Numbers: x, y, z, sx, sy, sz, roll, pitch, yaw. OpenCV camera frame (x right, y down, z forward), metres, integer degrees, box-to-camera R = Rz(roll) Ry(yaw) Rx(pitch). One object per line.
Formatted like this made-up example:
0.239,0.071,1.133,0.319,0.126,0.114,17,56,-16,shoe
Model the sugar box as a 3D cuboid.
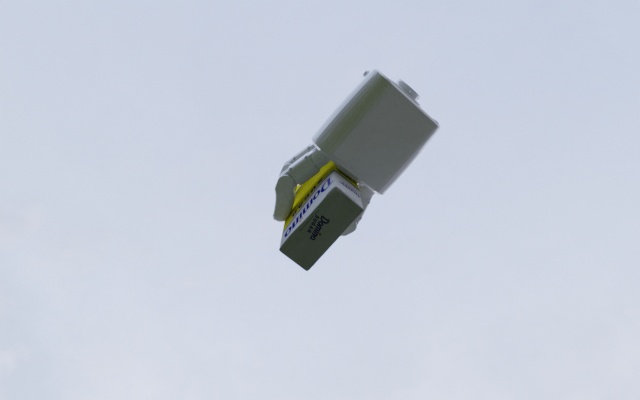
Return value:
0.000,0.001,0.562,0.048,0.093,0.176,39,14,-10,sugar box
